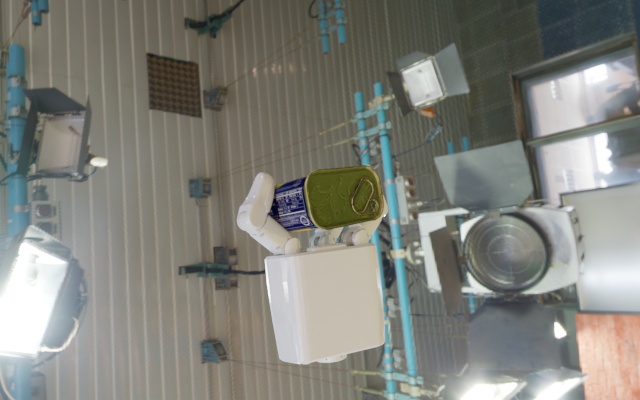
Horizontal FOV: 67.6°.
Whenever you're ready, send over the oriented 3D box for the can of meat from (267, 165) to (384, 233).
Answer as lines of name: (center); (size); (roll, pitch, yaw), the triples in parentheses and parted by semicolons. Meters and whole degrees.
can of meat: (0.000, 0.002, 0.495); (0.102, 0.057, 0.084); (-9, -3, -42)
